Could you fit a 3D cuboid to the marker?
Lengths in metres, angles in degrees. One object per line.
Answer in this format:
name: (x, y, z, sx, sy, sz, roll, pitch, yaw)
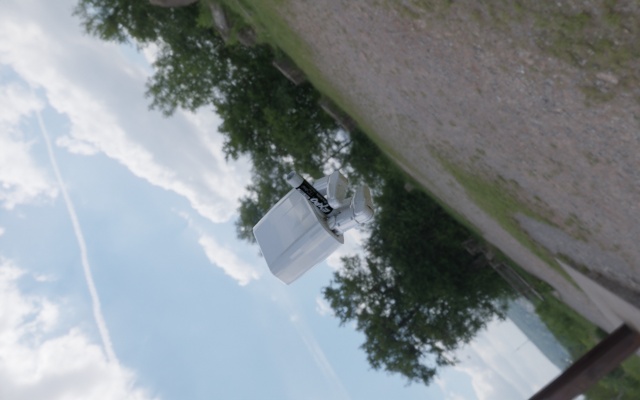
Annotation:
marker: (0.000, 0.002, 0.658, 0.121, 0.020, 0.020, 42, -24, -30)
